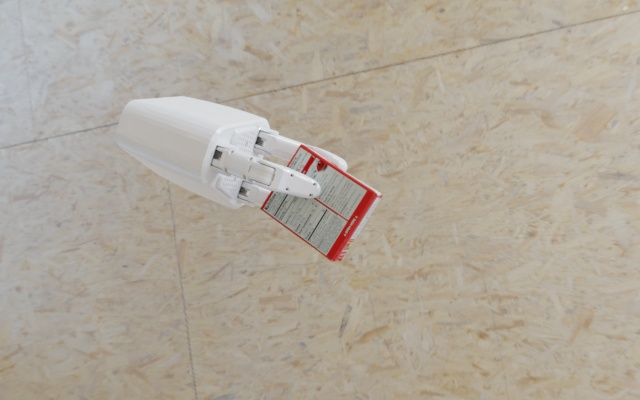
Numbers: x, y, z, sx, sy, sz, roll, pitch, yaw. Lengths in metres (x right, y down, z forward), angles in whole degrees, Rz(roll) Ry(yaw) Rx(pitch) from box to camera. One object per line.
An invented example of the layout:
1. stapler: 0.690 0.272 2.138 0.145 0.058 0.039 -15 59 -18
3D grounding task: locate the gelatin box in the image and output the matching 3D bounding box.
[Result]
1. gelatin box: 0.000 0.002 0.439 0.089 0.073 0.030 34 8 19
